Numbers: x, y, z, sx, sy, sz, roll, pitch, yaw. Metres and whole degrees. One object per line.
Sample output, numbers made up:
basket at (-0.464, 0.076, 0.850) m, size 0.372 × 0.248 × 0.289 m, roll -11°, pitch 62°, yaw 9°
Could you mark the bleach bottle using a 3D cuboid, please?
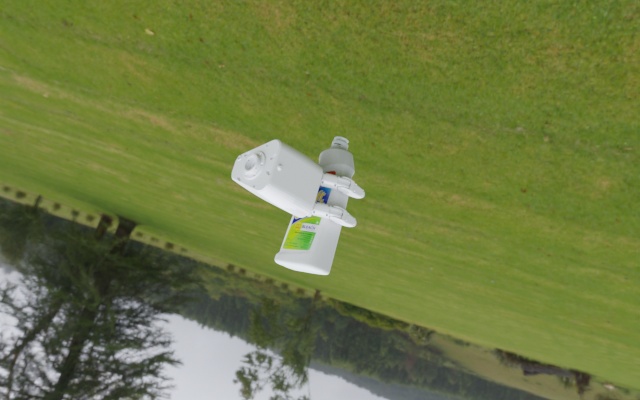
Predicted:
bleach bottle at (0.000, 0.003, 0.863) m, size 0.102 × 0.250 × 0.068 m, roll 2°, pitch -21°, yaw 41°
